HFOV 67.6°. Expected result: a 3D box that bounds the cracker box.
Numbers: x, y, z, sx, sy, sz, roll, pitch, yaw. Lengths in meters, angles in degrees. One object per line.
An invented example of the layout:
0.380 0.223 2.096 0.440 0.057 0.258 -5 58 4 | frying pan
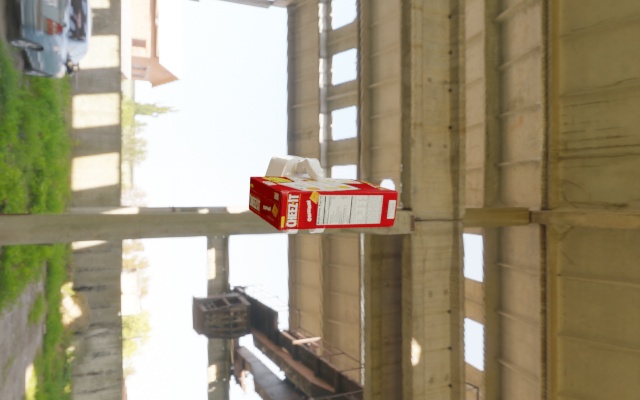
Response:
0.000 0.003 0.833 0.214 0.072 0.164 -1 11 -25 | cracker box
